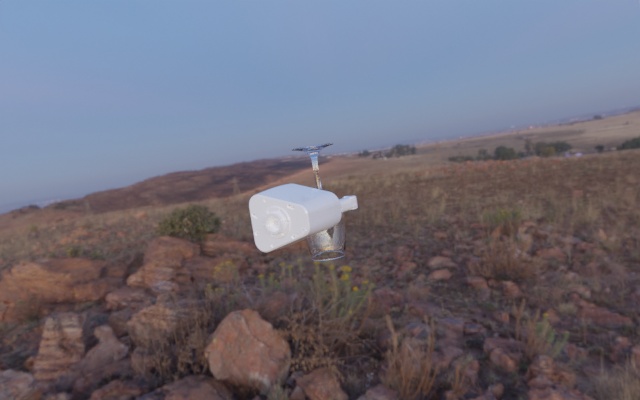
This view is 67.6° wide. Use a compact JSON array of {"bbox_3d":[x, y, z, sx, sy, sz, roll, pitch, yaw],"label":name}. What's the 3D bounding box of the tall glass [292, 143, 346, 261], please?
[{"bbox_3d":[0.000,0.002,0.847,0.079,0.201,0.079,-9,6,1],"label":"tall glass"}]
